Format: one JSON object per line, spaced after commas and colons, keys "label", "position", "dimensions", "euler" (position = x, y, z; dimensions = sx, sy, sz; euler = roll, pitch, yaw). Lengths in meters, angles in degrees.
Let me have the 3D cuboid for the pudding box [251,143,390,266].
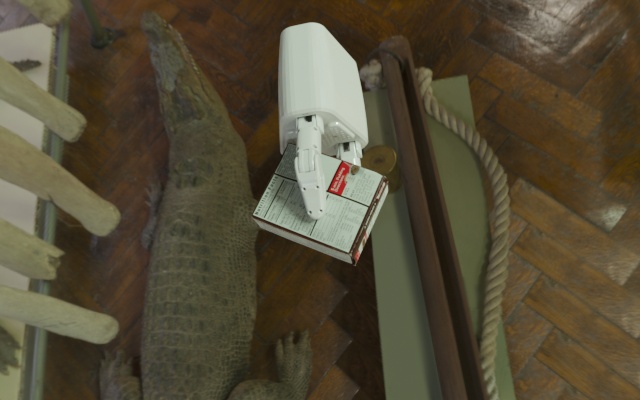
{"label": "pudding box", "position": [0.000, 0.001, 0.476], "dimensions": [0.113, 0.090, 0.039], "euler": [20, -15, 20]}
